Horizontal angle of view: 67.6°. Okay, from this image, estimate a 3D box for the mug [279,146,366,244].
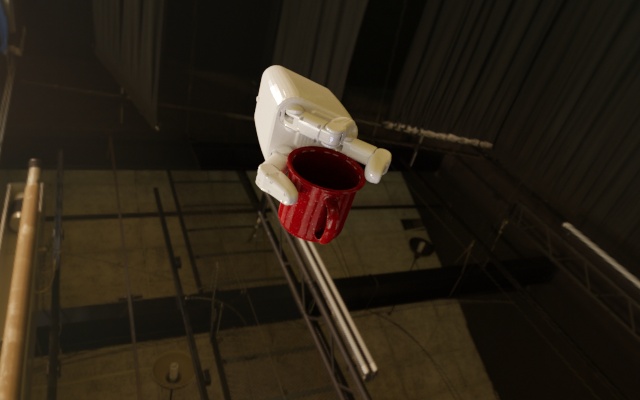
[{"bbox_3d":[0.000,0.003,0.552,0.093,0.081,0.117,4,37,-20],"label":"mug"}]
